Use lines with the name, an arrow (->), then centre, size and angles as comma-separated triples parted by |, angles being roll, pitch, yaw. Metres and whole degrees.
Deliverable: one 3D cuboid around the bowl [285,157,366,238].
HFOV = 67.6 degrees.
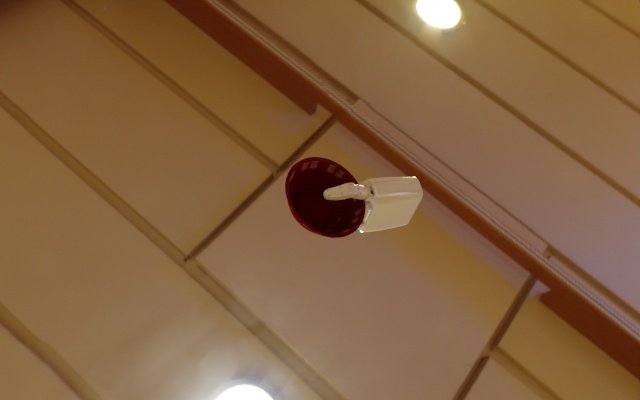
bowl -> -0.001, 0.003, 0.874 | 0.162, 0.162, 0.055 | 0, -26, -30
